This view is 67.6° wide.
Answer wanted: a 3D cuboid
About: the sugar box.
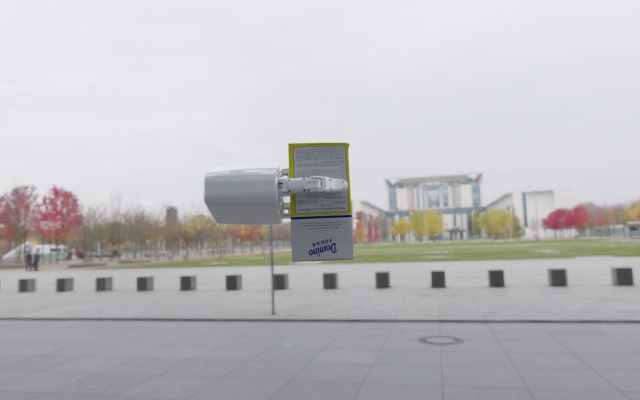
[{"bbox_3d":[0.000,0.002,0.717,0.093,0.176,0.048,-1,-5,-1],"label":"sugar box"}]
